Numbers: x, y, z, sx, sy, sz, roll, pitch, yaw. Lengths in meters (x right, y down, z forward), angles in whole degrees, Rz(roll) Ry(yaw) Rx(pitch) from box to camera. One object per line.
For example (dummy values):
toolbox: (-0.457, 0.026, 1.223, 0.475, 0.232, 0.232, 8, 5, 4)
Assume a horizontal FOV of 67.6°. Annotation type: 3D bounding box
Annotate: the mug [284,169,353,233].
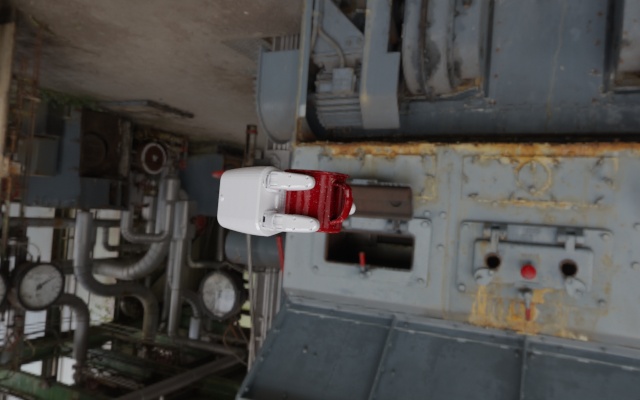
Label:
mug: (0.001, 0.002, 0.659, 0.093, 0.081, 0.117, 6, -1, -44)
